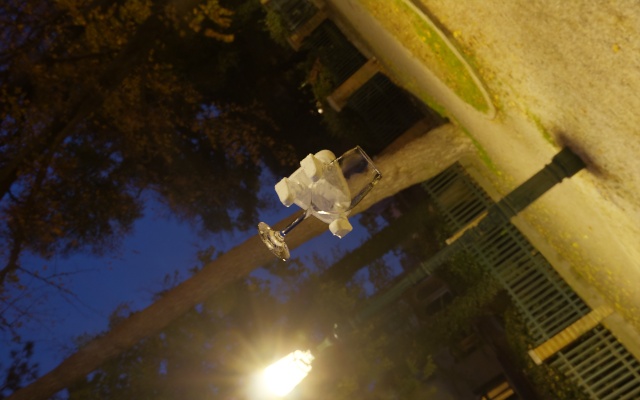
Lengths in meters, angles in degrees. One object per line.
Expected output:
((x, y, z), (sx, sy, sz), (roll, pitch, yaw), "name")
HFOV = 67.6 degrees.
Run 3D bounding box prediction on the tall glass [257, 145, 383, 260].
((0.000, 0.003, 0.740), (0.201, 0.079, 0.079), (-40, -10, 12), "tall glass")
